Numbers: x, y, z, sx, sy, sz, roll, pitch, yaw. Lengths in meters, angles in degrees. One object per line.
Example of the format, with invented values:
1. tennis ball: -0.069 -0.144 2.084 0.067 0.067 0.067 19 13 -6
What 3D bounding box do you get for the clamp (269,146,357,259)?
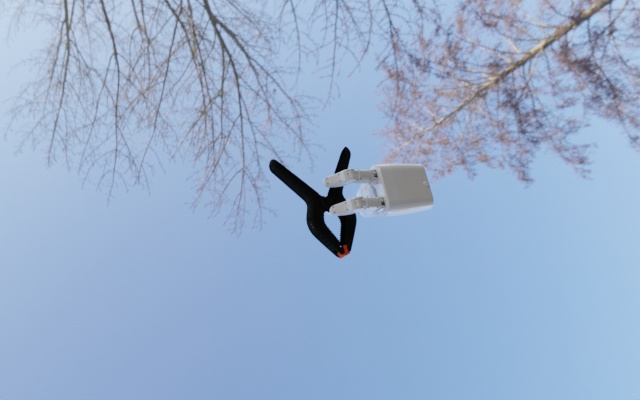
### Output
1. clamp: 0.000 0.004 0.861 0.164 0.210 0.036 -6 -17 -22
